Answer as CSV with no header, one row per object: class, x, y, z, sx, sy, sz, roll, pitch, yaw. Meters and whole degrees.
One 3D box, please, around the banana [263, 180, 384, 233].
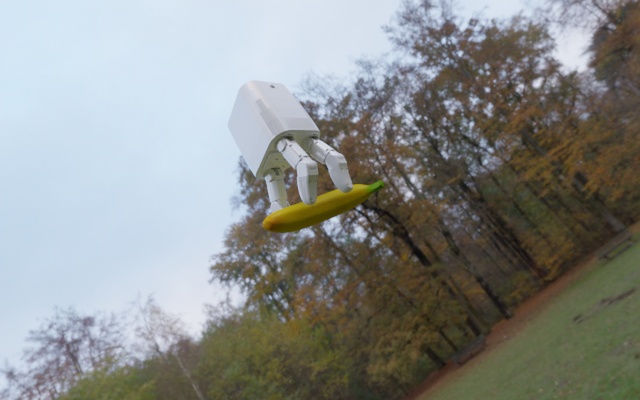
banana,-0.003,0.009,0.692,0.198,0.037,0.070,-21,-18,-27
